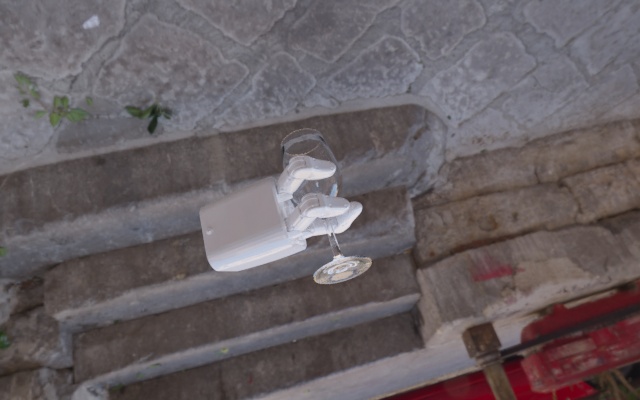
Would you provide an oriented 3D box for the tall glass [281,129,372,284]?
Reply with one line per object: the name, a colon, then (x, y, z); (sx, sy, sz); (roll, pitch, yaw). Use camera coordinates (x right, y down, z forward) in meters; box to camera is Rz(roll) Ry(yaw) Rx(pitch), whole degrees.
tall glass: (0.000, 0.003, 0.625); (0.079, 0.201, 0.079); (-13, -28, -7)
